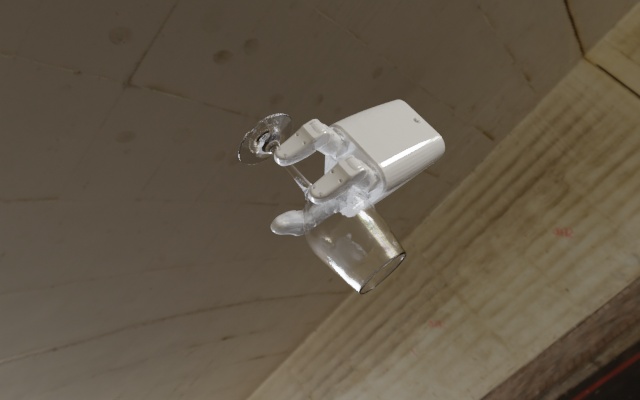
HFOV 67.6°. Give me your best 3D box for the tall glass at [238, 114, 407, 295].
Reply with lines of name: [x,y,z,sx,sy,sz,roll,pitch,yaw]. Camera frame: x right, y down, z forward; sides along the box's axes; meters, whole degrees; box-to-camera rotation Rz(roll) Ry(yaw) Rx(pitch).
tall glass: [0.000,0.001,0.501,0.079,0.201,0.079,-35,-22,-16]
